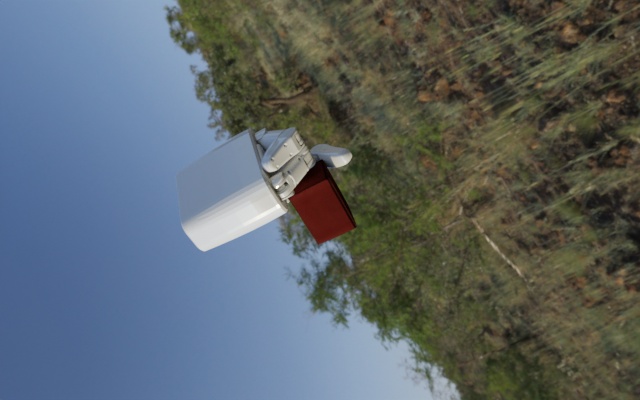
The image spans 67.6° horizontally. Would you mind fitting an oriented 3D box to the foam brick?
[{"bbox_3d":[0.000,0.002,0.565,0.051,0.078,0.053,-27,29,6],"label":"foam brick"}]
